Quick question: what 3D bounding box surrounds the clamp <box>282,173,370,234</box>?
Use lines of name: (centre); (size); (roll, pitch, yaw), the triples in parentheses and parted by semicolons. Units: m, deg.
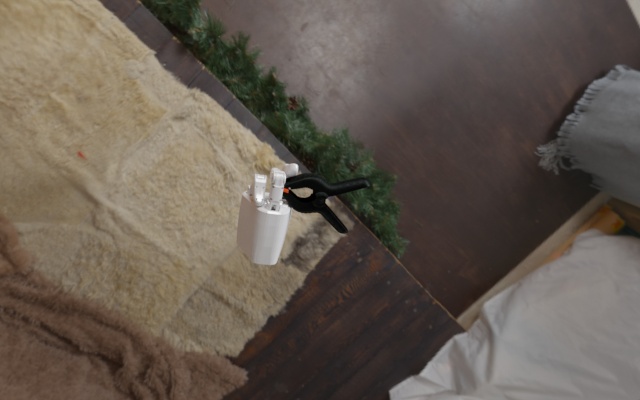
clamp: (0.000, 0.003, 0.892); (0.171, 0.120, 0.039); (8, 18, -14)
